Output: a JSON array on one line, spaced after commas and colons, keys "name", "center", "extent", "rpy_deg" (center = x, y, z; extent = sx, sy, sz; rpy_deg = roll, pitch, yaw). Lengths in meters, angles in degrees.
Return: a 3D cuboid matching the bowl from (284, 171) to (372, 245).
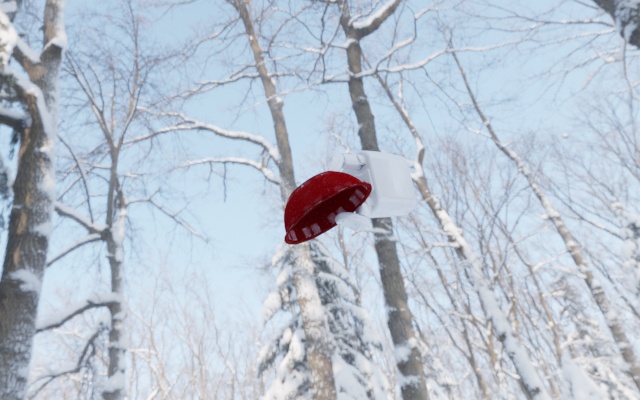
[{"name": "bowl", "center": [-0.001, 0.002, 0.752], "extent": [0.162, 0.055, 0.162], "rpy_deg": [-30, -18, -11]}]
